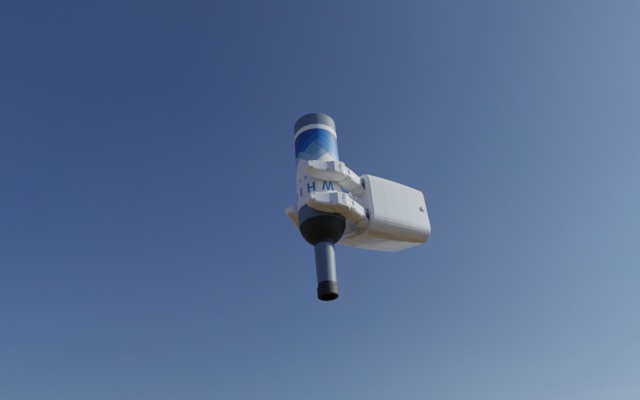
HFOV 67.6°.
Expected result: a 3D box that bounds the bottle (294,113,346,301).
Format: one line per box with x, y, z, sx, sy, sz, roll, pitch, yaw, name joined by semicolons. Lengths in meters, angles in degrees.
0.000;0.002;0.691;0.069;0.295;0.069;-3;-34;-2;bottle
